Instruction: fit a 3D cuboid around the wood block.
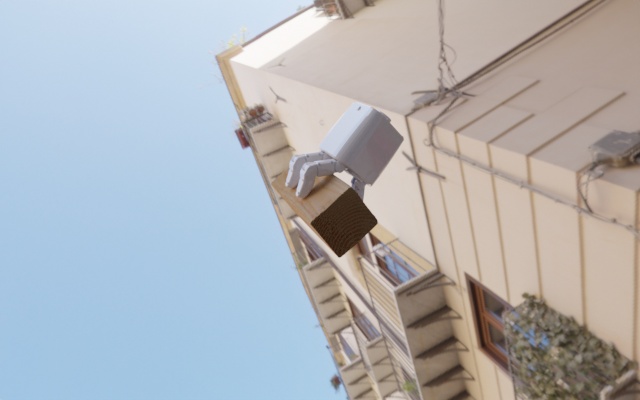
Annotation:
[{"bbox_3d":[0.001,0.003,0.843,0.090,0.091,0.206,-42,30,-4],"label":"wood block"}]
